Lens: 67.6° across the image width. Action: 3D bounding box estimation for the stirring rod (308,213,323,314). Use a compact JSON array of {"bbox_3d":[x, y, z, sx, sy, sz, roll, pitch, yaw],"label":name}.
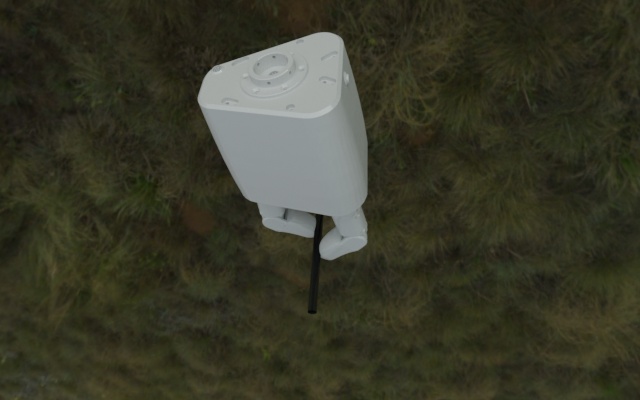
[{"bbox_3d":[0.000,0.001,0.487,0.011,0.239,0.011,3,-37,2],"label":"stirring rod"}]
